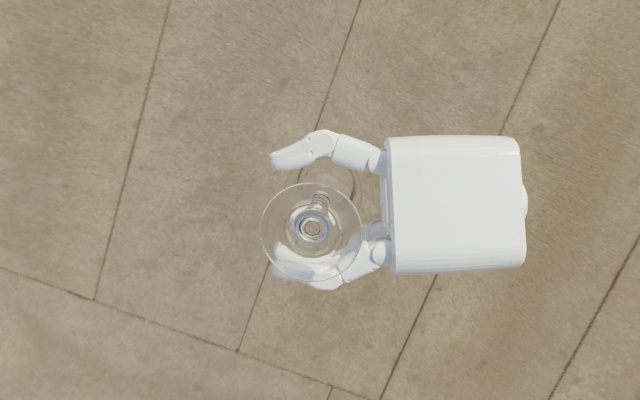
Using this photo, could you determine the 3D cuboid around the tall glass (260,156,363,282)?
[{"bbox_3d":[0.000,0.002,0.436,0.079,0.079,0.201,0,13,4],"label":"tall glass"}]
